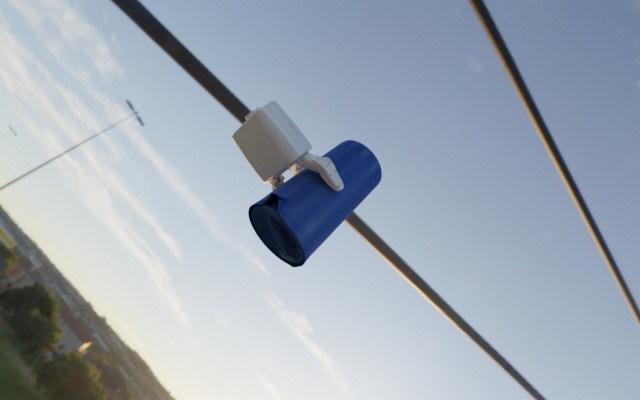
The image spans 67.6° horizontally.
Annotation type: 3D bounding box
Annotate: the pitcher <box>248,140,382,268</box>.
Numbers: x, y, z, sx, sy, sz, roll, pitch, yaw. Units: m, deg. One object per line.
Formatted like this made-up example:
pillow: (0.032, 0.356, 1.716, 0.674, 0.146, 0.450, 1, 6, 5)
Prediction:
pitcher: (0.000, 0.003, 0.865, 0.242, 0.145, 0.149, -41, 6, -29)
